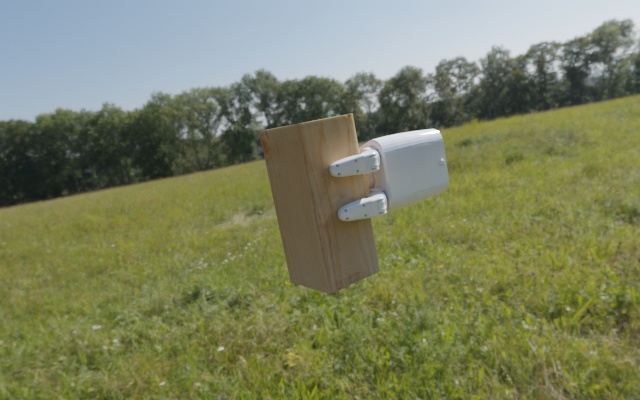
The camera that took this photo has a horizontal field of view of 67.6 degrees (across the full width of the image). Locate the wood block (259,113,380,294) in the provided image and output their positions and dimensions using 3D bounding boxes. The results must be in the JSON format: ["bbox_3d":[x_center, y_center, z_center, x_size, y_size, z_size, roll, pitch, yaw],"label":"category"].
[{"bbox_3d":[0.000,0.002,0.615,0.090,0.206,0.091,-18,12,-35],"label":"wood block"}]
